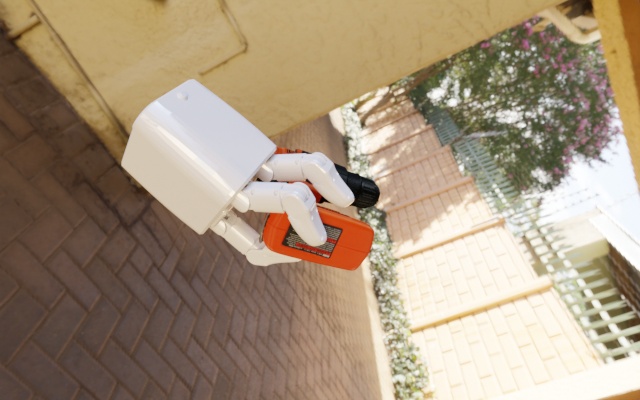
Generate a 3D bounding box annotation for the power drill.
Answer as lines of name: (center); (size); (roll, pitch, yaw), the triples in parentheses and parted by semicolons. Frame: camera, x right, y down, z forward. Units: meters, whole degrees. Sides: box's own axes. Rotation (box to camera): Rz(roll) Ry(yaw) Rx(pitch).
power drill: (0.000, 0.002, 0.534); (0.184, 0.057, 0.187); (15, 21, -16)
